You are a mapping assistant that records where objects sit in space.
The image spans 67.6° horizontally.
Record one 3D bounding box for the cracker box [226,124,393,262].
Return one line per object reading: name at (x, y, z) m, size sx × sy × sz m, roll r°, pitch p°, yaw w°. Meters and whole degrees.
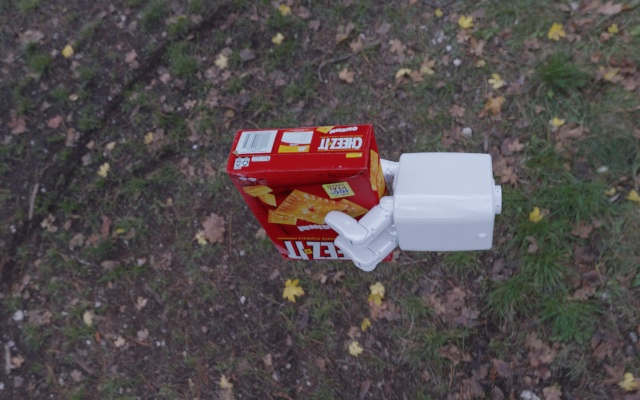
cracker box at (0.000, 0.002, 0.602) m, size 0.164 × 0.072 × 0.214 m, roll 0°, pitch -34°, yaw 17°
